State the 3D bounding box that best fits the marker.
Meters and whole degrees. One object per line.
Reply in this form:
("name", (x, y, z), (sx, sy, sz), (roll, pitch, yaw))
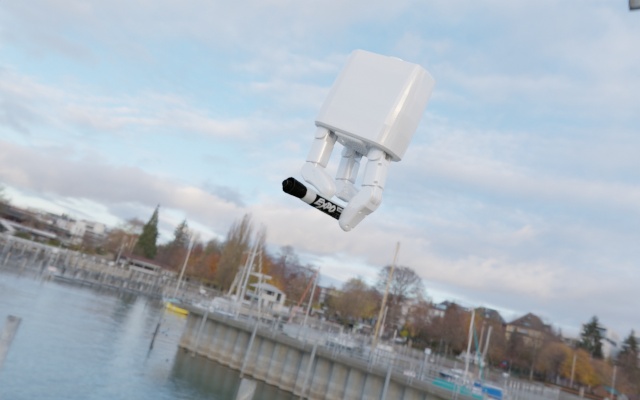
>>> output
("marker", (0.000, 0.002, 0.539), (0.020, 0.020, 0.121), (0, -20, 41))
